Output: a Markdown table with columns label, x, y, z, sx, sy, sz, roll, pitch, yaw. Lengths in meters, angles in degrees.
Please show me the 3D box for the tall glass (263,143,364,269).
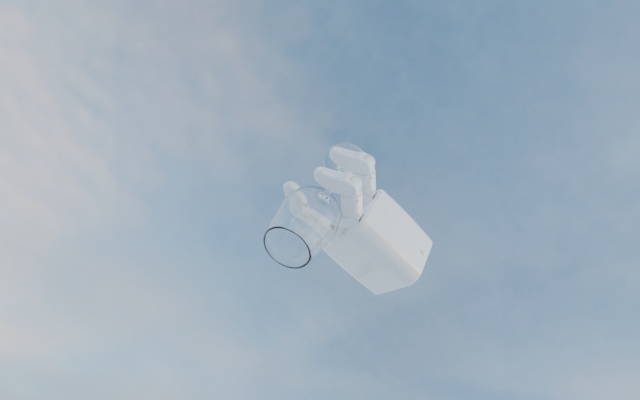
| label | x | y | z | sx | sy | sz | roll | pitch | yaw |
| --- | --- | --- | --- | --- | --- | --- | --- | --- | --- |
| tall glass | 0.000 | 0.002 | 0.628 | 0.079 | 0.079 | 0.201 | 0 | 33 | 29 |
